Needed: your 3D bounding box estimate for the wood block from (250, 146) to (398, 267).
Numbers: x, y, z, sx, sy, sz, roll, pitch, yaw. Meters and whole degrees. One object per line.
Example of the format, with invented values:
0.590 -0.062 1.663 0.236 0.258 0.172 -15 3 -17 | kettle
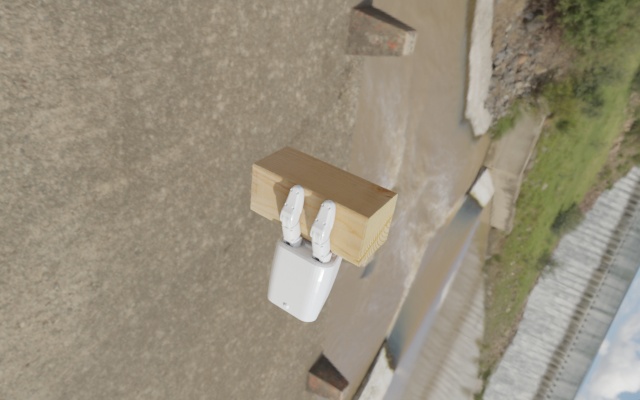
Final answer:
0.000 0.003 0.735 0.206 0.090 0.090 26 37 25 | wood block
